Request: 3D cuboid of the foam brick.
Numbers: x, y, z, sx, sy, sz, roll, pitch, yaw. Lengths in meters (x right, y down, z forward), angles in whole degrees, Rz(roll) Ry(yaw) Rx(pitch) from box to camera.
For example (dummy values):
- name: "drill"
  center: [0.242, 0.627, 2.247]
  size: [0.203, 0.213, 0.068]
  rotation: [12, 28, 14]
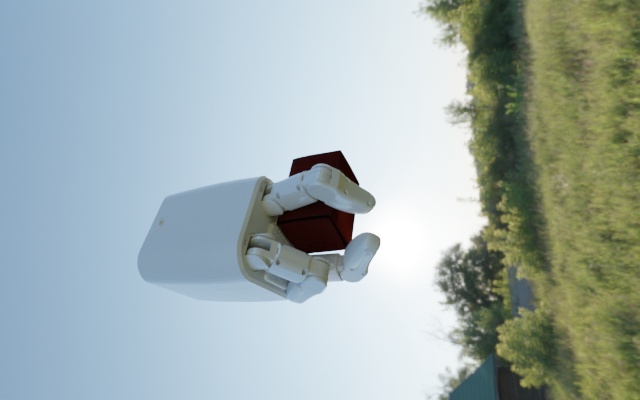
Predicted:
- name: "foam brick"
  center: [0.000, 0.001, 0.436]
  size: [0.051, 0.078, 0.053]
  rotation: [-8, -42, 23]
